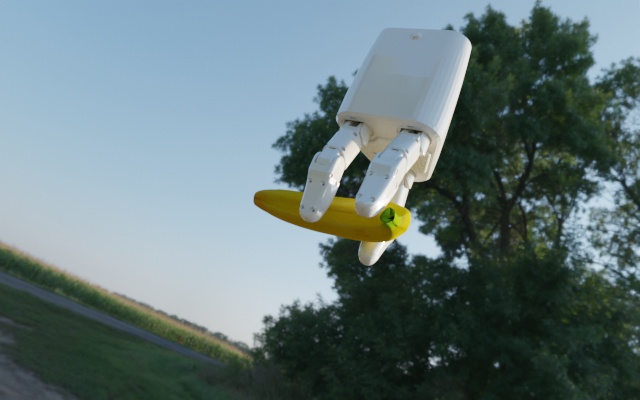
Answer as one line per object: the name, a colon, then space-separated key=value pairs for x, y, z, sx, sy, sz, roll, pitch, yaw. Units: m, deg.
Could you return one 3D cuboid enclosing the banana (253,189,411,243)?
banana: x=0.015 y=0.010 z=0.444 sx=0.070 sy=0.037 sz=0.198 roll=35 pitch=-19 yaw=-36
